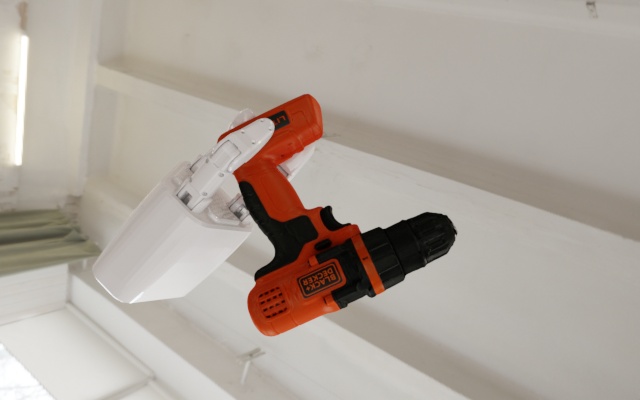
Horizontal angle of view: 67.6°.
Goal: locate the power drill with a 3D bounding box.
[{"bbox_3d":[0.000,0.001,0.420,0.184,0.187,0.057,-25,-21,0],"label":"power drill"}]
